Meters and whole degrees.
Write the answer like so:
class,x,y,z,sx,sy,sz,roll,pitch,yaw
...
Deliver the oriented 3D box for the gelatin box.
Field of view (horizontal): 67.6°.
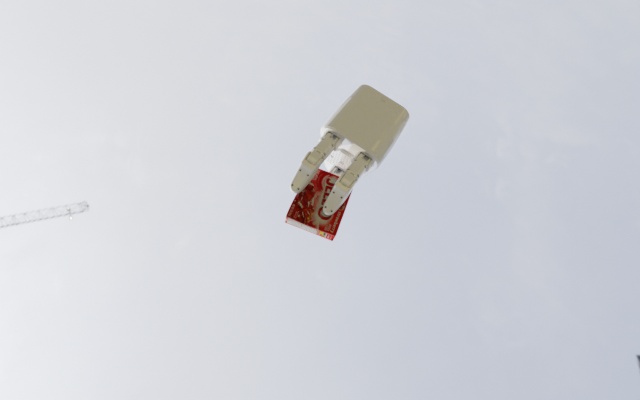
class,x,y,z,sx,sy,sz,roll,pitch,yaw
gelatin box,0.000,0.003,0.670,0.073,0.089,0.030,22,-23,1
